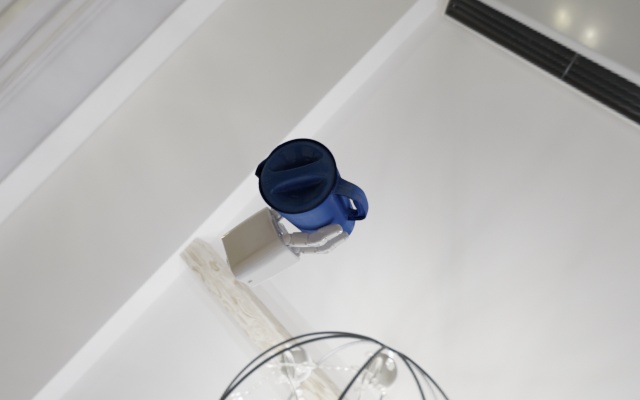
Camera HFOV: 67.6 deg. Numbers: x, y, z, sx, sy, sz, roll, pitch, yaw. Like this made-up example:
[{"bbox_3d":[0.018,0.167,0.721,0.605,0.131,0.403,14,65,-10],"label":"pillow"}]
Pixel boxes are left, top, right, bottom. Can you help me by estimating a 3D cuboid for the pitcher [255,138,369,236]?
[{"bbox_3d":[0.000,0.003,0.860,0.145,0.149,0.243,-31,-26,2],"label":"pitcher"}]
